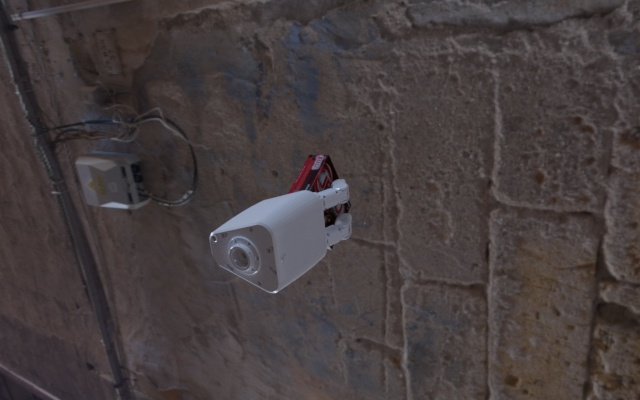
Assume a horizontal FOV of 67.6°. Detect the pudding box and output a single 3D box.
[{"bbox_3d":[0.000,0.002,0.698,0.039,0.090,0.114,5,-40,28],"label":"pudding box"}]
